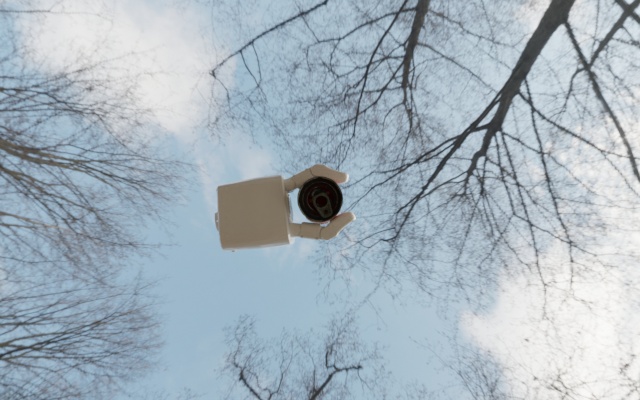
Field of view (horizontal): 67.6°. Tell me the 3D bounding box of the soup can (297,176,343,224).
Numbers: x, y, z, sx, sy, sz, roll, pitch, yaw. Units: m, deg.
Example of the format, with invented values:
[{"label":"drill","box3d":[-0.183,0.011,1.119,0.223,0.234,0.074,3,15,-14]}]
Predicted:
[{"label":"soup can","box3d":[0.001,0.002,0.752,0.068,0.068,0.102,0,-5,1]}]
